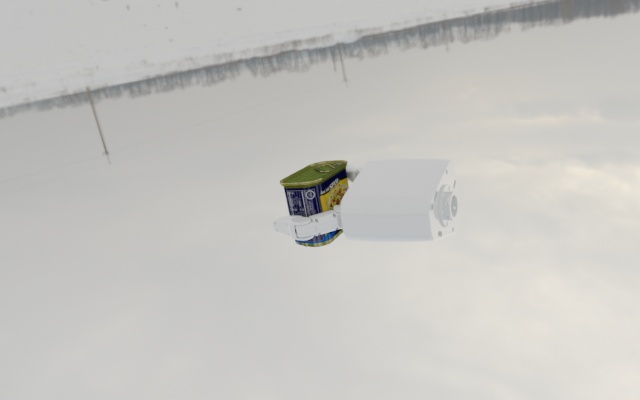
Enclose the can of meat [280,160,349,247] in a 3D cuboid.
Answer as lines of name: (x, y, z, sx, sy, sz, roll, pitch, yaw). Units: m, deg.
can of meat: (0.000, 0.002, 0.608, 0.057, 0.084, 0.102, -1, 19, 30)
